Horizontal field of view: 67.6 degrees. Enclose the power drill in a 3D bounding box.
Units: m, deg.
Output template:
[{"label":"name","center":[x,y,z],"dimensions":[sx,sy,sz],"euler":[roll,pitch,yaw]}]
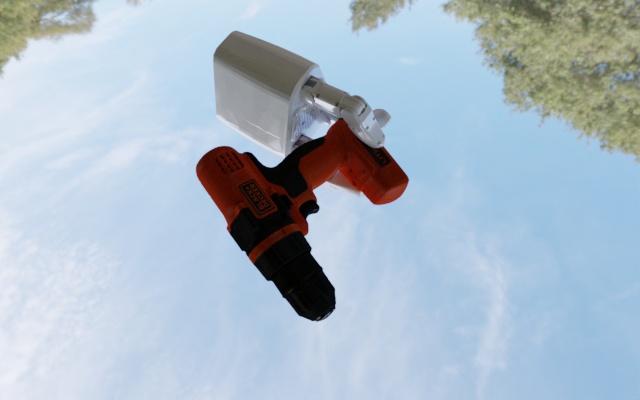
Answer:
[{"label":"power drill","center":[0.000,0.001,0.466],"dimensions":[0.187,0.184,0.057],"euler":[-28,-14,-36]}]
